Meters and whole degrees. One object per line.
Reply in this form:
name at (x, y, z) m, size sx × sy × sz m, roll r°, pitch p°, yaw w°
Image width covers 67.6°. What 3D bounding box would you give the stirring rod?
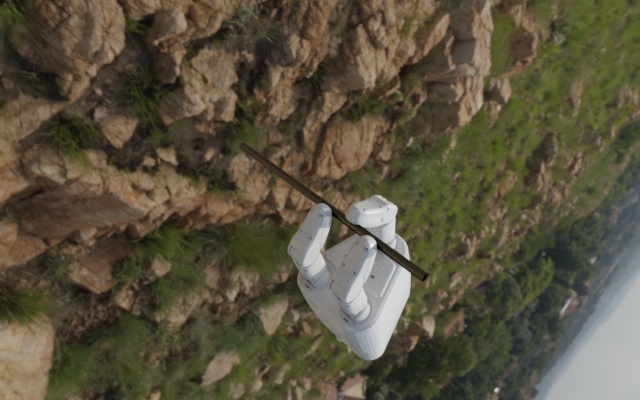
stirring rod at (0.000, 0.001, 0.441) m, size 0.239 × 0.011 × 0.011 m, roll 36°, pitch 21°, yaw 32°
